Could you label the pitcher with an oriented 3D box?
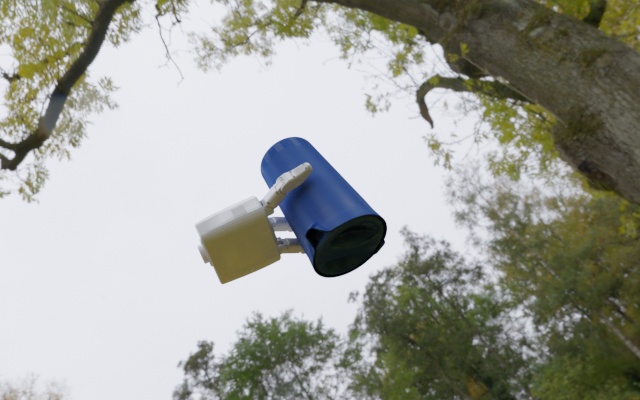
[{"bbox_3d":[0.000,0.003,0.806,0.145,0.149,0.242,-25,51,-14],"label":"pitcher"}]
